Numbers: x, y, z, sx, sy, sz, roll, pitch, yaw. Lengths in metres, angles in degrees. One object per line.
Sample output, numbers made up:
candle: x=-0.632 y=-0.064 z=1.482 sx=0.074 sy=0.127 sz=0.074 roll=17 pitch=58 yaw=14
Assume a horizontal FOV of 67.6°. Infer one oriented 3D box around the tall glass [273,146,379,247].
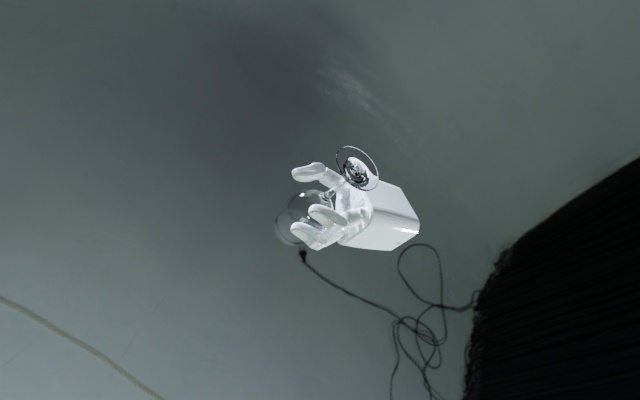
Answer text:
tall glass: x=0.000 y=0.002 z=0.741 sx=0.079 sy=0.079 sz=0.201 roll=0 pitch=-29 yaw=-38
